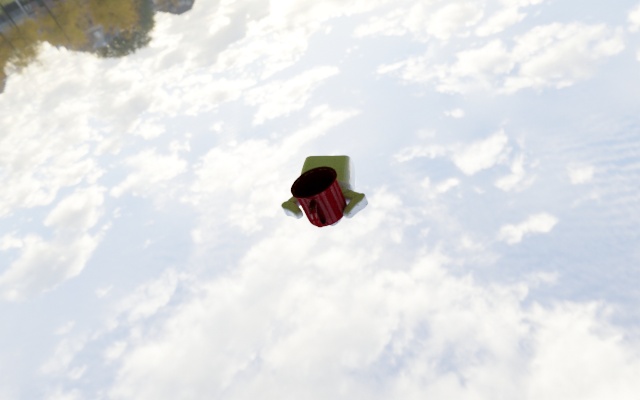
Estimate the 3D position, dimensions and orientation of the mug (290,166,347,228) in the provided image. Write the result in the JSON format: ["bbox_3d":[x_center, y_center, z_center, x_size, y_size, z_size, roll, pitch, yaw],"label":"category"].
[{"bbox_3d":[0.000,0.004,0.889,0.093,0.081,0.117,-15,35,16],"label":"mug"}]
